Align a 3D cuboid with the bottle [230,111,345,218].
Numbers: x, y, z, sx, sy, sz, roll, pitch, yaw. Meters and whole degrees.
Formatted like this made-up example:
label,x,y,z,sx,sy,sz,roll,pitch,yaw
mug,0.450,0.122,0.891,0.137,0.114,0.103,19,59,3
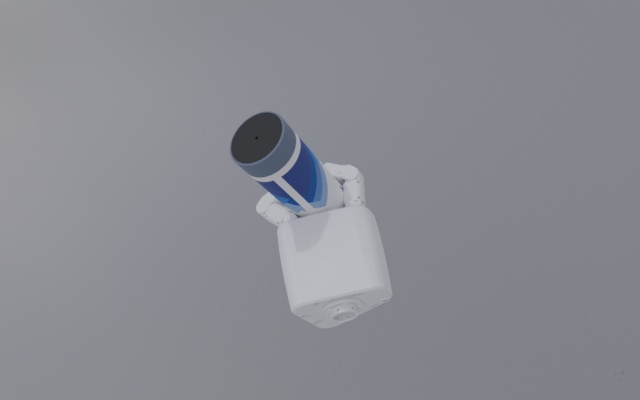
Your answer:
label,x,y,z,sx,sy,sz,roll,pitch,yaw
bottle,0.000,0.002,0.599,0.069,0.069,0.296,0,-27,30
